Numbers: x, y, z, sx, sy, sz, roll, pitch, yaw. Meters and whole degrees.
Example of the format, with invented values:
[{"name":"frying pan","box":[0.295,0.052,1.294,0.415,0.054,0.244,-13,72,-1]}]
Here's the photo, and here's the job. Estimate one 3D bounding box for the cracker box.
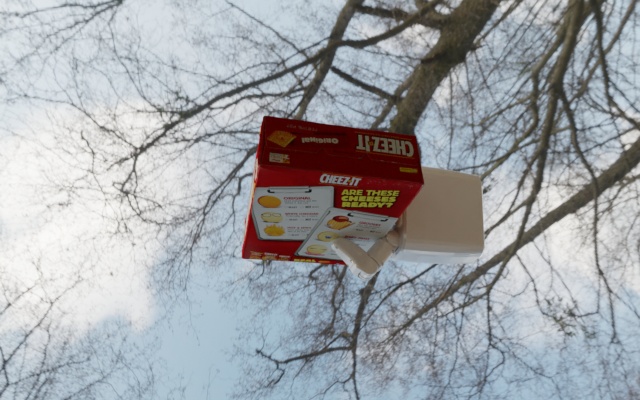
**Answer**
[{"name":"cracker box","box":[0.000,0.002,0.552,0.164,0.072,0.214,5,-32,-11]}]
